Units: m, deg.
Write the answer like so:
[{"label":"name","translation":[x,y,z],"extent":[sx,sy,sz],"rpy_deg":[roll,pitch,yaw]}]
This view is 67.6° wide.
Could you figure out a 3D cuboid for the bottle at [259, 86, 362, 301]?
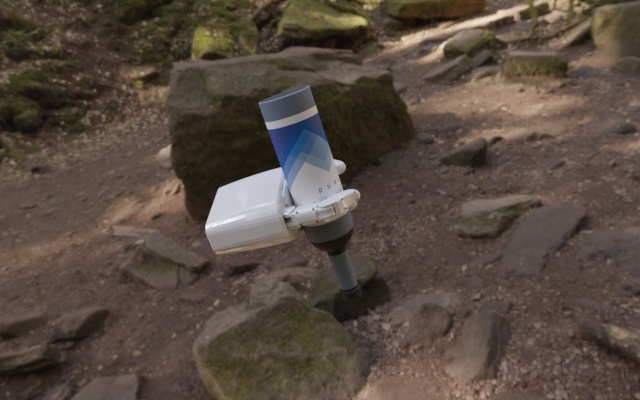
[{"label":"bottle","translation":[0.000,0.002,0.631],"extent":[0.069,0.296,0.069],"rpy_deg":[-17,18,6]}]
